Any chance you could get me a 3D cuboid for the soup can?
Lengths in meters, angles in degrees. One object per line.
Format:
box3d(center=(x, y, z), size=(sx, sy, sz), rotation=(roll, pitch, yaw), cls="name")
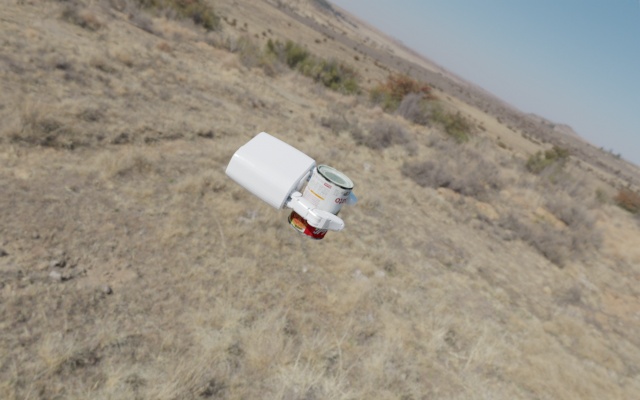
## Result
box3d(center=(0.001, 0.003, 0.763), size=(0.068, 0.102, 0.068), rotation=(26, 21, -11), cls="soup can")
